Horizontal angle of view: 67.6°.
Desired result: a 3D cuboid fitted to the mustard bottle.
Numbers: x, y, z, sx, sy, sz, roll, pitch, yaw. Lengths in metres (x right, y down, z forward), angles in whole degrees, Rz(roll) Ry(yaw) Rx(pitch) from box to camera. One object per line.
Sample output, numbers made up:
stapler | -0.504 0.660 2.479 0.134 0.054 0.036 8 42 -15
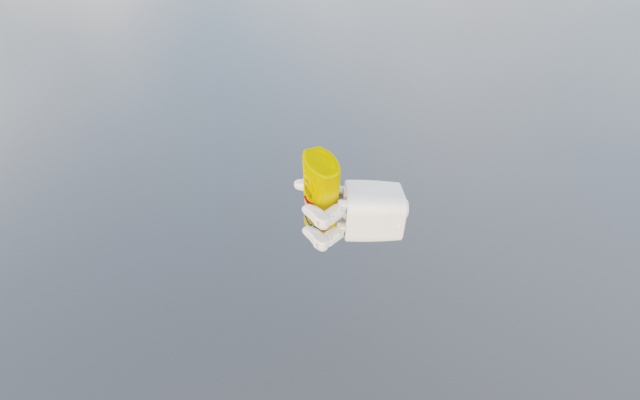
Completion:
mustard bottle | 0.000 0.003 0.880 0.058 0.192 0.096 -16 44 -19
